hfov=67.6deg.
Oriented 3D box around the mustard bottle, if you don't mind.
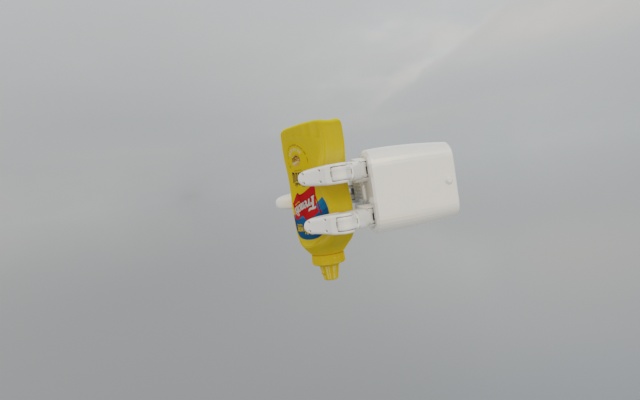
[{"bbox_3d":[0.000,0.002,0.584,0.058,0.191,0.096,-11,4,-35],"label":"mustard bottle"}]
